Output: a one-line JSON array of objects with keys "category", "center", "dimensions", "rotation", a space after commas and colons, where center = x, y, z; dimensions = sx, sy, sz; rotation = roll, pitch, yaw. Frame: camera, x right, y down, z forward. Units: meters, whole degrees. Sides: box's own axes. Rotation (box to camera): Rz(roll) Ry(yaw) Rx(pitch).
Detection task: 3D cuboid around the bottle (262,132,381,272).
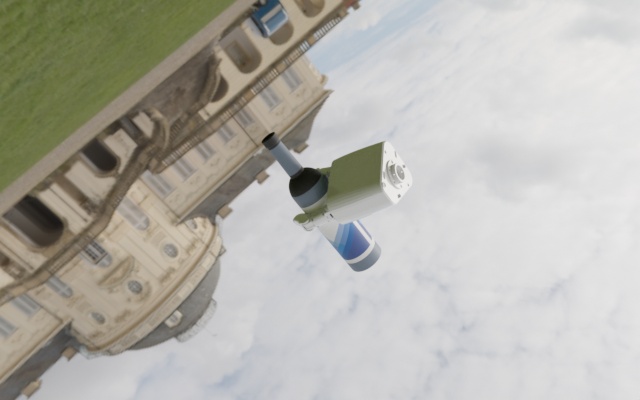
[{"category": "bottle", "center": [0.000, 0.003, 0.828], "dimensions": [0.069, 0.296, 0.069], "rotation": [-32, 24, 16]}]
